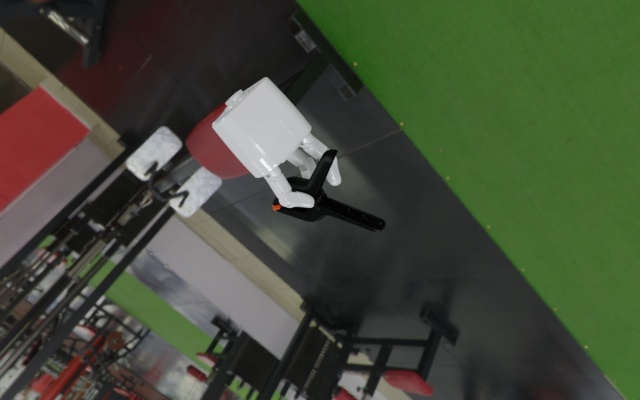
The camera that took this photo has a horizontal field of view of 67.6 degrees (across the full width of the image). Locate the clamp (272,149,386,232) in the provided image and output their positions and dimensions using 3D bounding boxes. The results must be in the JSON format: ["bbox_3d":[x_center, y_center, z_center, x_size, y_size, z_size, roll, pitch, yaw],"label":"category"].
[{"bbox_3d":[-0.001,0.003,0.800,0.210,0.164,0.036,-16,31,48],"label":"clamp"}]
